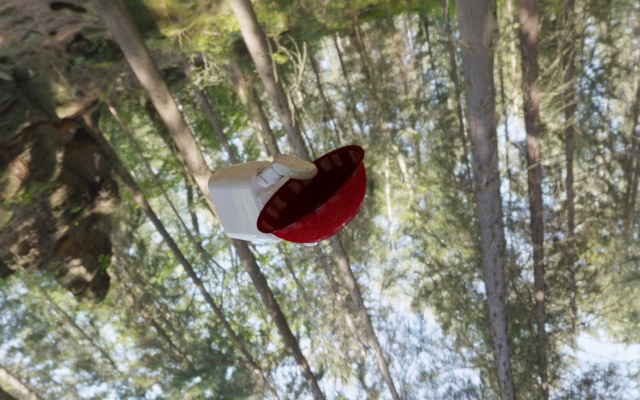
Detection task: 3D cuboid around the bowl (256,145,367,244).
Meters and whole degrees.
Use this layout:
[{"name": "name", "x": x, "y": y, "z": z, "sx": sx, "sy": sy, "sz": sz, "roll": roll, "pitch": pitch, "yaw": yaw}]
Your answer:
[{"name": "bowl", "x": 0.001, "y": 0.002, "z": 0.590, "sx": 0.162, "sy": 0.055, "sz": 0.162, "roll": -33, "pitch": 20, "yaw": 14}]
